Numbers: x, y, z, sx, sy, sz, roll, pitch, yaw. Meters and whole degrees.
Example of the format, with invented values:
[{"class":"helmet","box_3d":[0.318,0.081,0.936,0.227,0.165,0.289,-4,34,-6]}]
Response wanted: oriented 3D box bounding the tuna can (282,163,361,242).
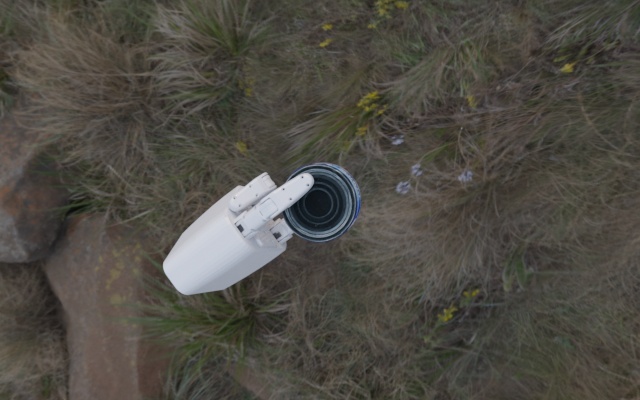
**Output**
[{"class":"tuna can","box_3d":[0.000,0.002,0.520,0.086,0.086,0.034,0,5,12]}]
